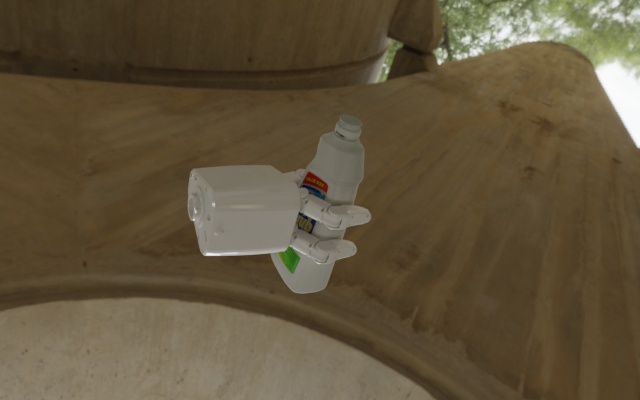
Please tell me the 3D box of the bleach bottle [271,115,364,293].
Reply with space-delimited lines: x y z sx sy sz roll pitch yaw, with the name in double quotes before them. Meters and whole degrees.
"bleach bottle" 0.000 0.002 0.633 0.068 0.251 0.102 -3 37 -29
